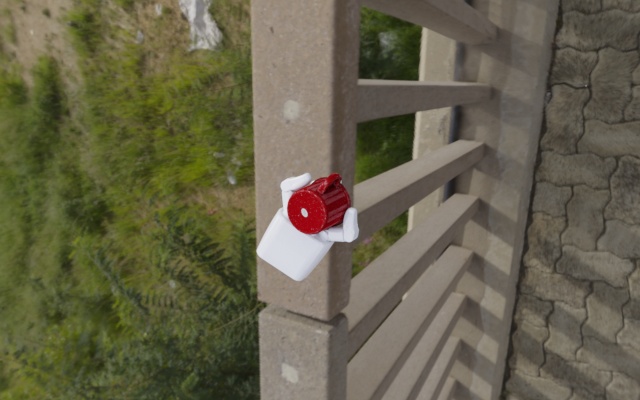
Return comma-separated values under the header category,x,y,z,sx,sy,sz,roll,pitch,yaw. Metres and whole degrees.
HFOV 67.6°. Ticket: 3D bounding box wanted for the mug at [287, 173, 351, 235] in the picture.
category,x,y,z,sx,sy,sz,roll,pitch,yaw
mug,0.001,0.002,0.831,0.093,0.117,0.081,40,29,15
